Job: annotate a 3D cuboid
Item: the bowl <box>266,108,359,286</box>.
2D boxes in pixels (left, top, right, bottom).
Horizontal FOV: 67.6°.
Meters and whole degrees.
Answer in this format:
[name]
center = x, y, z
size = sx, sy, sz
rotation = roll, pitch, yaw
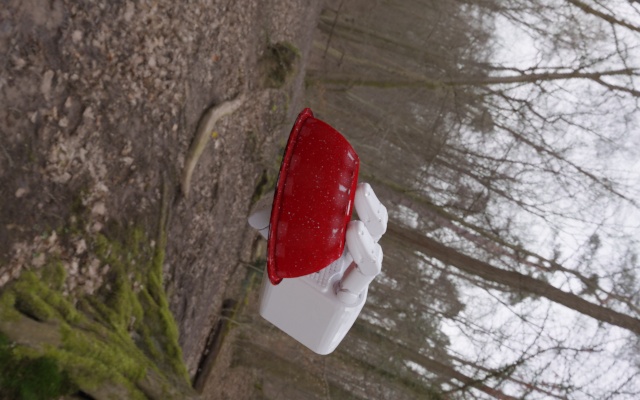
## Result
[bowl]
center = 0.001, 0.001, 0.428
size = 0.055, 0.162, 0.162
rotation = 11, 1, 7
